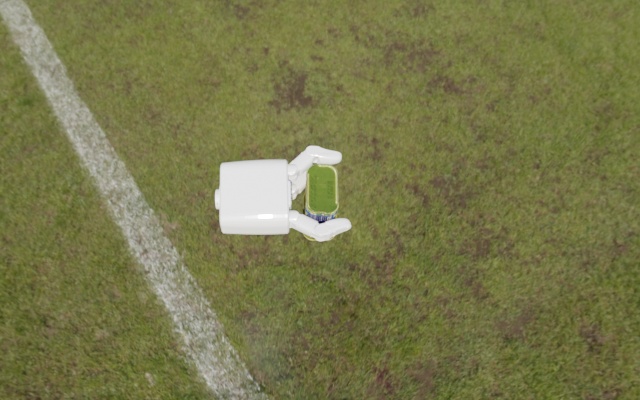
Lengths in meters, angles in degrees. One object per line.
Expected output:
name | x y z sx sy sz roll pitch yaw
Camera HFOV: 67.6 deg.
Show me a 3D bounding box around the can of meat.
can of meat | 0.000 0.002 0.789 0.057 0.102 0.084 1 -33 -3
